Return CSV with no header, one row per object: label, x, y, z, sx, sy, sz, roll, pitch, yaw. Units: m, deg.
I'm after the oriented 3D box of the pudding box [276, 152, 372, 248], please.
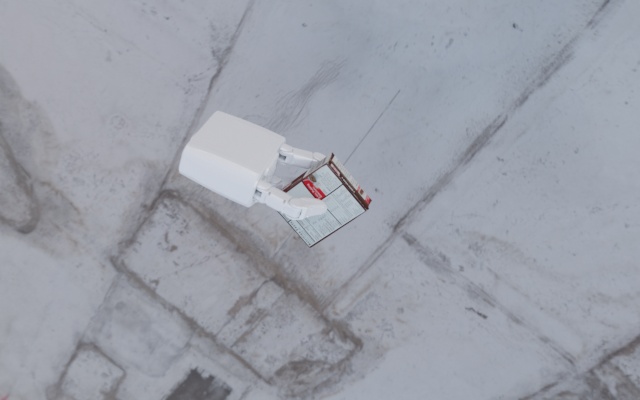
pudding box,0.000,0.002,0.668,0.113,0.090,0.039,-34,14,28
